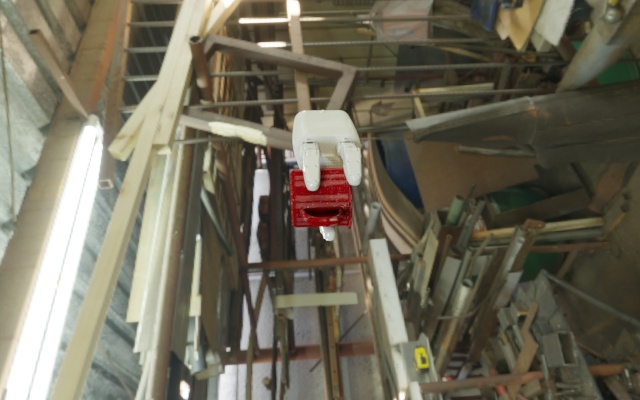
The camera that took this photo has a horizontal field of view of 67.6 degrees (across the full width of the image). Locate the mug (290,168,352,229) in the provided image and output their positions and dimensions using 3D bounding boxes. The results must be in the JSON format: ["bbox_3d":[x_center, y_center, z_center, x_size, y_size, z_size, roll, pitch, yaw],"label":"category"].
[{"bbox_3d":[0.000,0.003,0.660,0.081,0.093,0.117,-3,31,-3],"label":"mug"}]
